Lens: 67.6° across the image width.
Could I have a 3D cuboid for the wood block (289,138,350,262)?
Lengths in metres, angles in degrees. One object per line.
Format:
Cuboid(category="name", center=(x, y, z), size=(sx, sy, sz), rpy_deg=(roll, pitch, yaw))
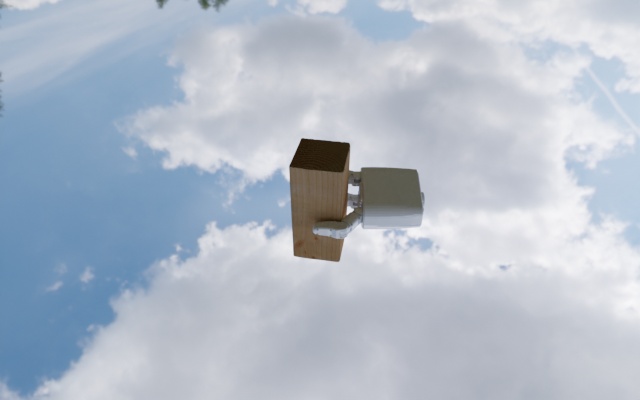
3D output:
Cuboid(category="wood block", center=(0.000, 0.003, 0.852), size=(0.090, 0.206, 0.090), rpy_deg=(7, 40, 8))
